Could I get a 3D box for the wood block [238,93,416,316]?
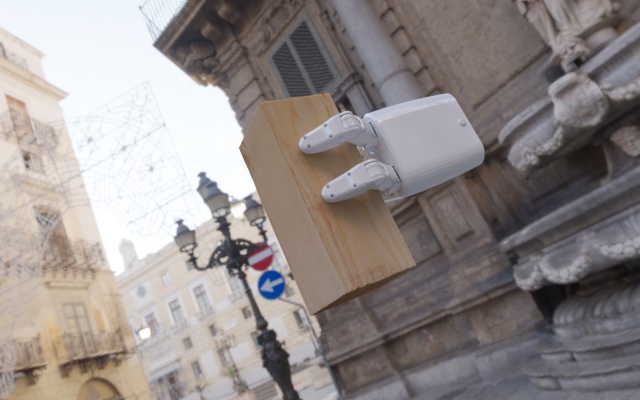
[{"bbox_3d":[0.000,0.002,0.503,0.090,0.206,0.091,-15,-19,-30],"label":"wood block"}]
